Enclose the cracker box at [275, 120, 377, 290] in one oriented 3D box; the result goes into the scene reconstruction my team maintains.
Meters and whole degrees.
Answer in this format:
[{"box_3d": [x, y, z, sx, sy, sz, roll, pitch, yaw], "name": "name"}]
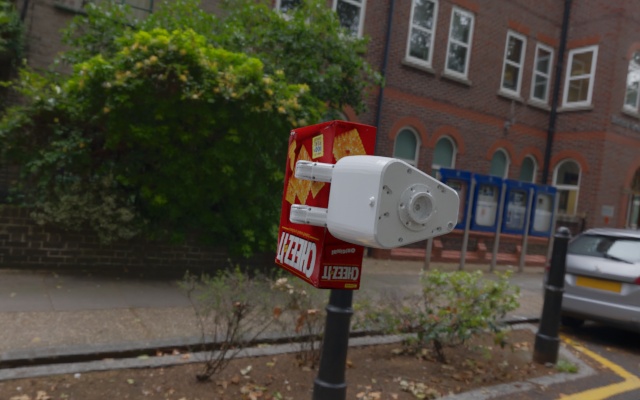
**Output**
[{"box_3d": [0.000, 0.002, 0.674, 0.072, 0.213, 0.164, 6, 1, -24], "name": "cracker box"}]
